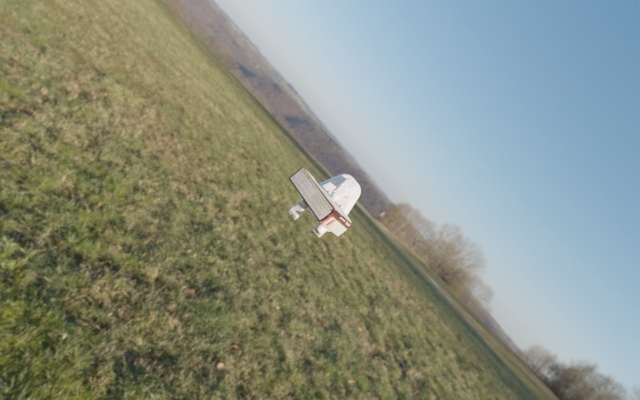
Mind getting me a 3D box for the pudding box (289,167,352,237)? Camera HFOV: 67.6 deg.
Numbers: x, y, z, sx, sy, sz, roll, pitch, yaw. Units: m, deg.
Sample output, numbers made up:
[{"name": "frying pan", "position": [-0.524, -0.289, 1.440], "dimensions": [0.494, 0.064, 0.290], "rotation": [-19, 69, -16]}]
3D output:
[{"name": "pudding box", "position": [0.000, 0.003, 0.851], "dimensions": [0.039, 0.113, 0.090], "rotation": [-41, -31, 5]}]
